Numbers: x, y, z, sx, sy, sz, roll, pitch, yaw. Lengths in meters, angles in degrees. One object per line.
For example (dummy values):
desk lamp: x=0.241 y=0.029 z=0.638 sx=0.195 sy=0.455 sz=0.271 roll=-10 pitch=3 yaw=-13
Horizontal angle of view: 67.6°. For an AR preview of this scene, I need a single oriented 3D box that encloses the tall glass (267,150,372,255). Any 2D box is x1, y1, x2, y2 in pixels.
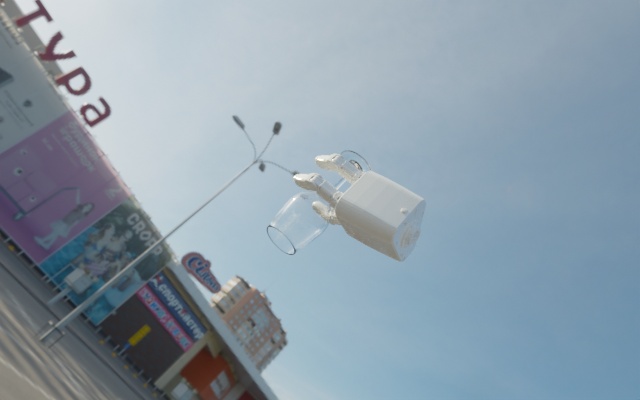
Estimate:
tall glass: x=0.000 y=0.002 z=0.802 sx=0.201 sy=0.079 sz=0.079 roll=-44 pitch=23 yaw=-27
